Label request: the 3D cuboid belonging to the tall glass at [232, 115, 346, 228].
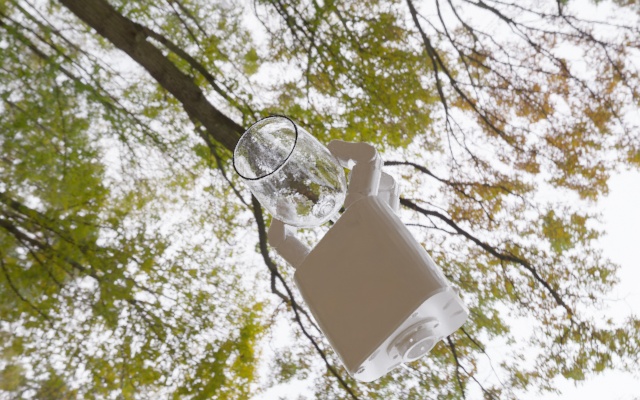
[{"bbox_3d":[0.000,0.002,0.457,0.079,0.079,0.201,0,-27,31],"label":"tall glass"}]
